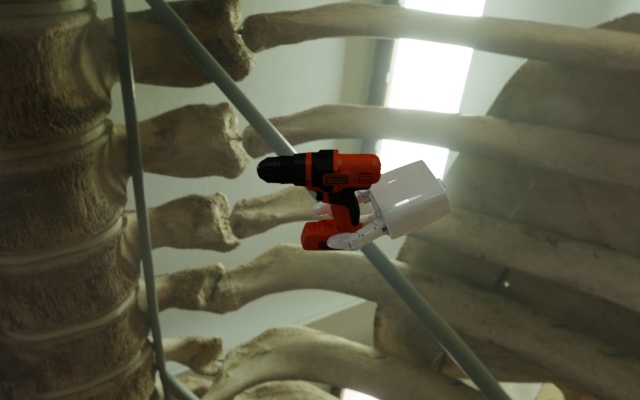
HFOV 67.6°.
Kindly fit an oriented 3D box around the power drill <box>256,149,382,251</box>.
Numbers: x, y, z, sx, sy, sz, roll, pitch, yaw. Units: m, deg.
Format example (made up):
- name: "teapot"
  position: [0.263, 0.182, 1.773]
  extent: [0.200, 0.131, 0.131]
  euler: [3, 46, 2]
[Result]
- name: "power drill"
  position: [0.000, 0.003, 0.753]
  extent: [0.184, 0.057, 0.188]
  euler: [1, -43, 3]
